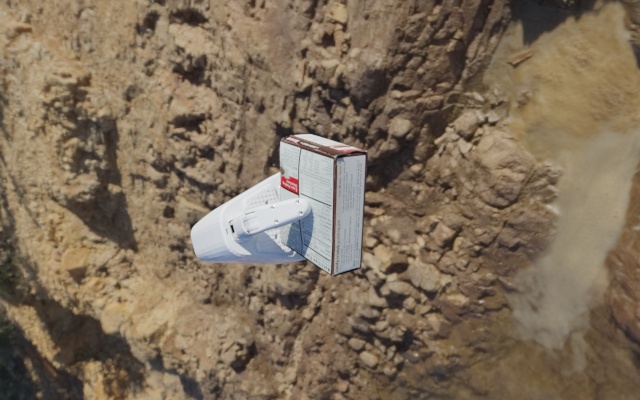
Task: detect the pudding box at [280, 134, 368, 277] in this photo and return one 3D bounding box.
[{"bbox_3d":[0.000,0.001,0.441,0.039,0.113,0.090,-14,24,-34],"label":"pudding box"}]
